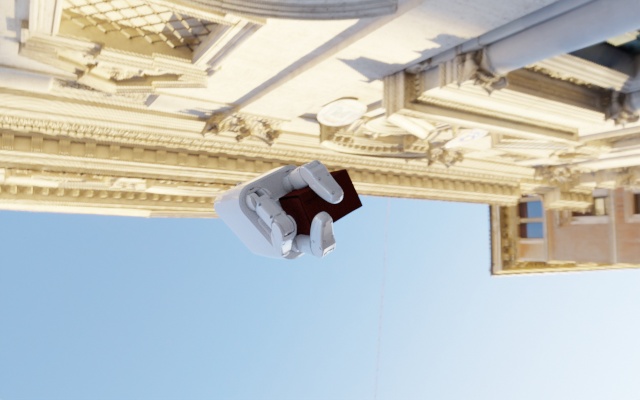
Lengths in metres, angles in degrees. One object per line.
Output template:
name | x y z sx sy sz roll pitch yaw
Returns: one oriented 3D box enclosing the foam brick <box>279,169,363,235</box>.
foam brick | 0.000 0.002 0.582 0.078 0.053 0.051 -29 11 -30
